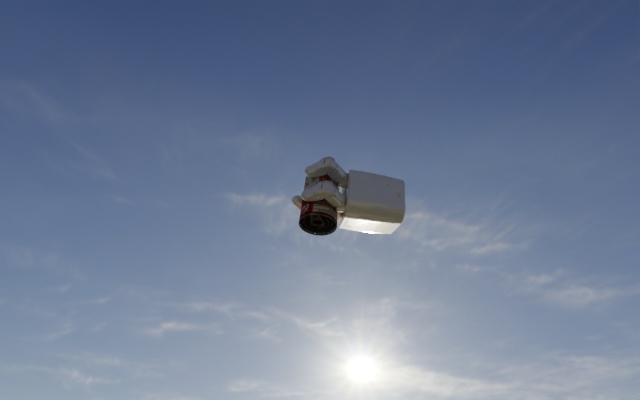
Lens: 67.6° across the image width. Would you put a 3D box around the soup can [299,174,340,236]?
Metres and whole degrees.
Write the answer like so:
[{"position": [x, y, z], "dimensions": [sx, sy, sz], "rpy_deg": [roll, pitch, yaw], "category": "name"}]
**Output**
[{"position": [0.000, 0.003, 0.866], "dimensions": [0.068, 0.102, 0.069], "rpy_deg": [4, -35, 3], "category": "soup can"}]
